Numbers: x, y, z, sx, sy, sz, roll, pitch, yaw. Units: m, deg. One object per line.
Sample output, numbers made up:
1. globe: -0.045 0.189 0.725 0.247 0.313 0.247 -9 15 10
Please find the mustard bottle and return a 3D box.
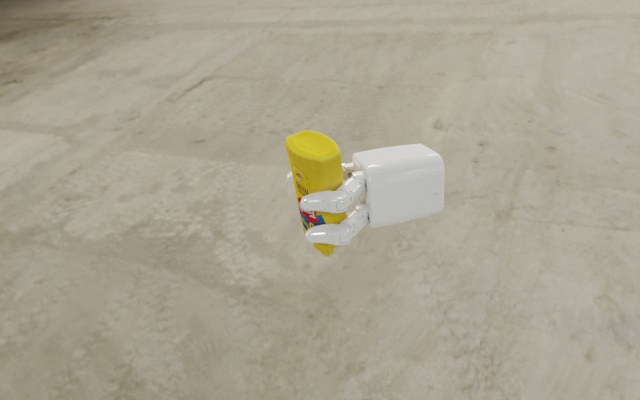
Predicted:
1. mustard bottle: 0.000 0.002 0.677 0.058 0.192 0.096 -26 38 -23
